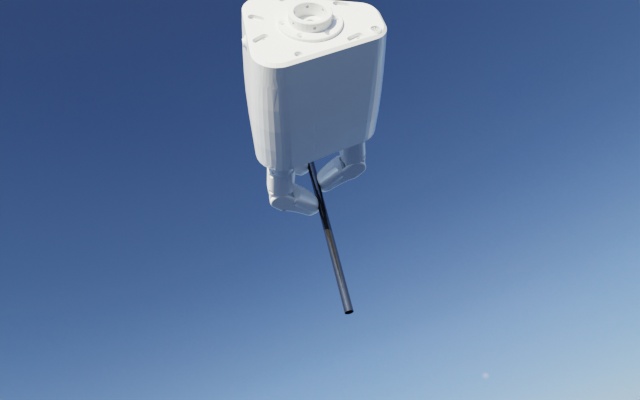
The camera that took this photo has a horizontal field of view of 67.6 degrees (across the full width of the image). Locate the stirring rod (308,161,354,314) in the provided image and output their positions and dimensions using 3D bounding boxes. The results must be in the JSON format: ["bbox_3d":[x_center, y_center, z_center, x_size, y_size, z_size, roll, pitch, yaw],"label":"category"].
[{"bbox_3d":[0.000,0.002,0.478,0.011,0.239,0.011,-9,-37,-7],"label":"stirring rod"}]
